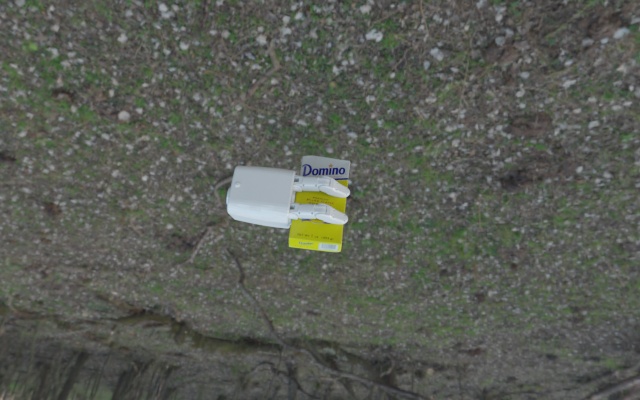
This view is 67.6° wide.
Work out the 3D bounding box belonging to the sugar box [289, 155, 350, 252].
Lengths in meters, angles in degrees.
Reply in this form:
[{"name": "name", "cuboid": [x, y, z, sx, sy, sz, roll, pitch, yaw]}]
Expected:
[{"name": "sugar box", "cuboid": [0.000, 0.003, 0.868, 0.093, 0.176, 0.048, 7, -27, 0]}]
